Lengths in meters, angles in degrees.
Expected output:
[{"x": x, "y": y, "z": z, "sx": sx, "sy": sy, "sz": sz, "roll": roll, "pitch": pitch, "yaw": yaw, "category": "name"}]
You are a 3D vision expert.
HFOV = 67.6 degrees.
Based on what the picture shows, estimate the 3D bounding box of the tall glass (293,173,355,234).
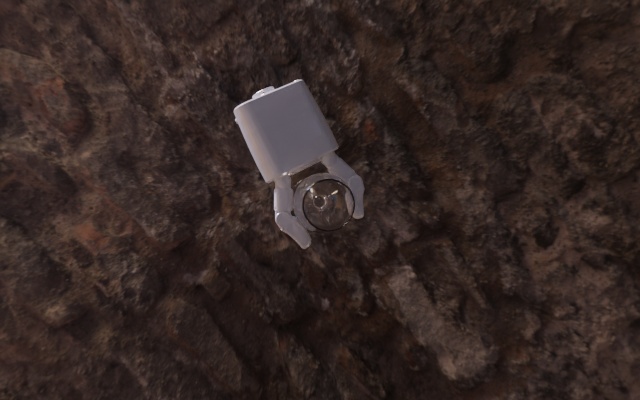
[{"x": 0.000, "y": 0.002, "z": 0.650, "sx": 0.079, "sy": 0.079, "sz": 0.201, "roll": 0, "pitch": 2, "yaw": -6, "category": "tall glass"}]
